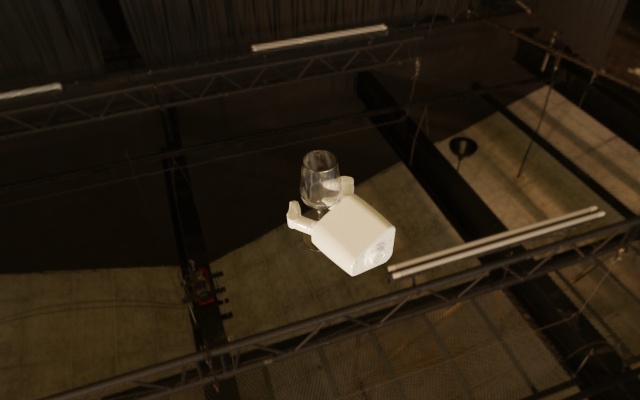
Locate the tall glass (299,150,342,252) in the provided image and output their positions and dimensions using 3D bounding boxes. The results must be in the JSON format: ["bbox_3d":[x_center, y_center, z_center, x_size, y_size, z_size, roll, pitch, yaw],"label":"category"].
[{"bbox_3d":[0.000,0.003,0.892,0.079,0.201,0.079,-1,43,1],"label":"tall glass"}]
